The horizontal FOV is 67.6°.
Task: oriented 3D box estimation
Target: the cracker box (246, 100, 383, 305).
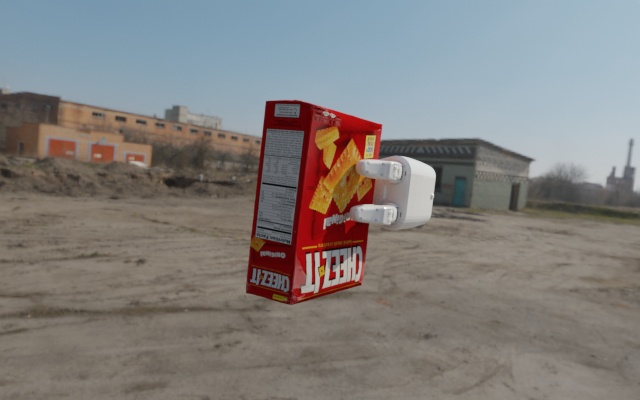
[{"bbox_3d":[0.000,0.002,0.566,0.072,0.214,0.164,8,4,33],"label":"cracker box"}]
